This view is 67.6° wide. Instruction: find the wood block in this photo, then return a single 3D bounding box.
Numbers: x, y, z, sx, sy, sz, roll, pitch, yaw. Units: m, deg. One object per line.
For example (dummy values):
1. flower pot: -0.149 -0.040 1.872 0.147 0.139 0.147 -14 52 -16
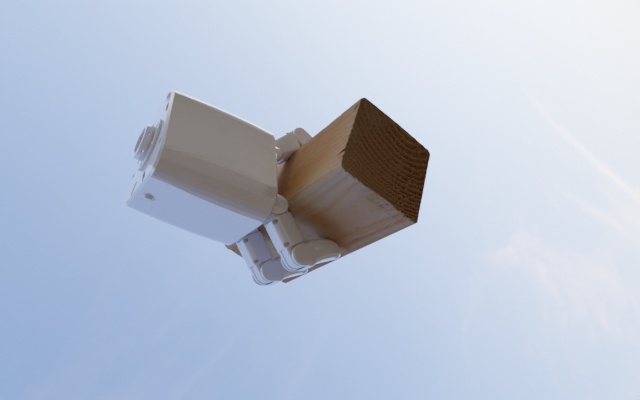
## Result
1. wood block: 0.000 0.001 0.484 0.090 0.090 0.206 35 -39 -21
